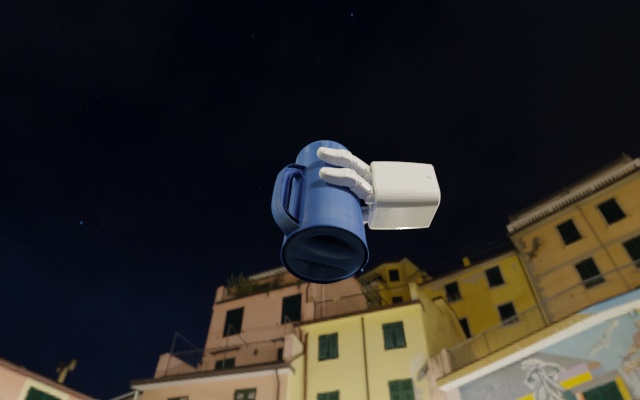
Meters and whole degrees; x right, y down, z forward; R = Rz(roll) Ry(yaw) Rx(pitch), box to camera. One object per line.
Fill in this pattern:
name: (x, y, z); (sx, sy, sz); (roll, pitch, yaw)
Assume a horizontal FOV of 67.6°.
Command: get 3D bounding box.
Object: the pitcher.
pitcher: (0.000, 0.003, 0.798); (0.145, 0.149, 0.242); (0, 42, 0)
